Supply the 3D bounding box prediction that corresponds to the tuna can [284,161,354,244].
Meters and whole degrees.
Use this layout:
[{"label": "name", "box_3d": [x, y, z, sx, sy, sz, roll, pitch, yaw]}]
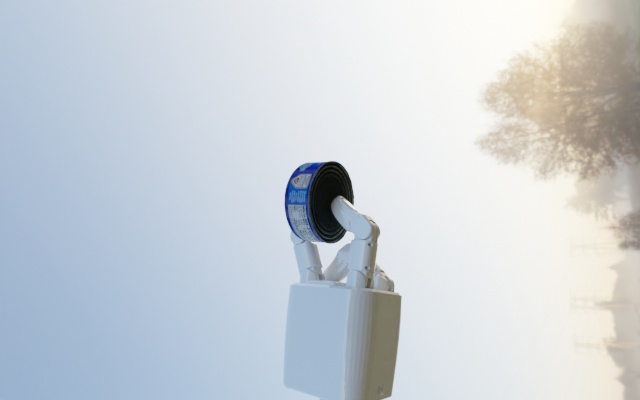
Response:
[{"label": "tuna can", "box_3d": [0.000, 0.002, 0.502, 0.034, 0.086, 0.086, 1, 1, 34]}]
